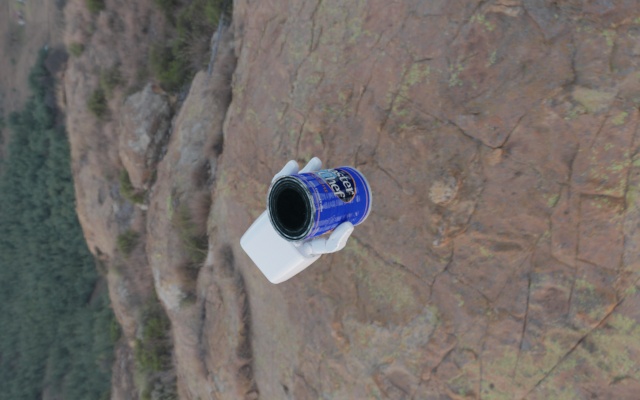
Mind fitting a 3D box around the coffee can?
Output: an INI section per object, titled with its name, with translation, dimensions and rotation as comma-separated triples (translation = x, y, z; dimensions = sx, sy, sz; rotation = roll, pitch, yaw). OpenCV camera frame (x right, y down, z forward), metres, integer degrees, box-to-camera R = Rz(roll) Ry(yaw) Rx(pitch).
[coffee can]
translation = 0.000, 0.002, 0.759
dimensions = 0.103, 0.103, 0.140
rotation = 0, 8, 43
